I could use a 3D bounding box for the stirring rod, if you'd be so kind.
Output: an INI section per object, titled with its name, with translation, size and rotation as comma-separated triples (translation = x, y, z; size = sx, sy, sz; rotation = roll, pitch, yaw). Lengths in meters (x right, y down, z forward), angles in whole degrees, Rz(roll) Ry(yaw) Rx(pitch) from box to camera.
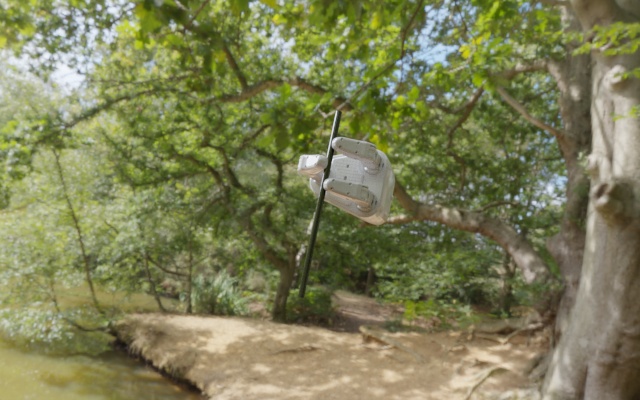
[stirring rod]
translation = 0.000, 0.002, 0.601
size = 0.011, 0.239, 0.011
rotation = 11, -8, 2
